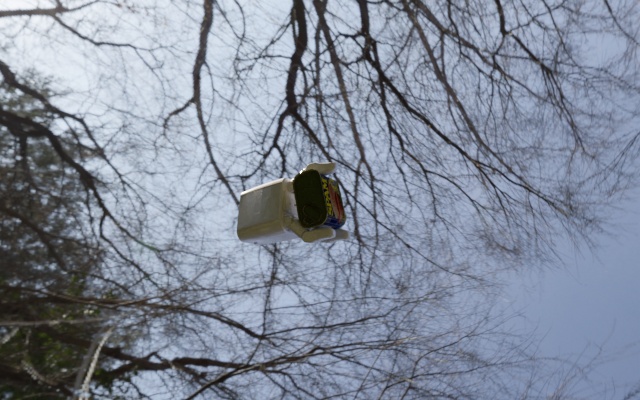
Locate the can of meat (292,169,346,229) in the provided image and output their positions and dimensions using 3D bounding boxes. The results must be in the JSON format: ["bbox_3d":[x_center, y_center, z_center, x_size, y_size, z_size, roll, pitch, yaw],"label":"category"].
[{"bbox_3d":[0.000,0.003,0.861,0.057,0.102,0.084,-18,-17,25],"label":"can of meat"}]
